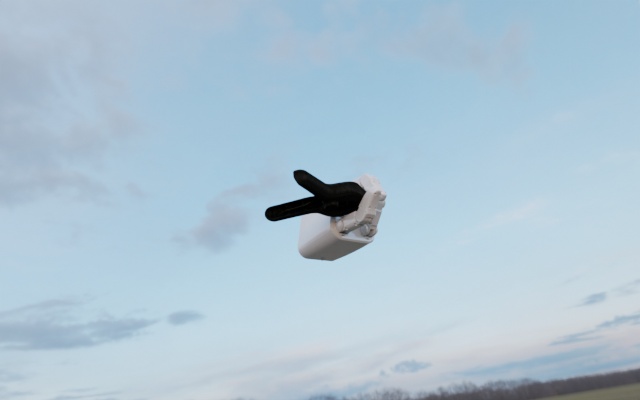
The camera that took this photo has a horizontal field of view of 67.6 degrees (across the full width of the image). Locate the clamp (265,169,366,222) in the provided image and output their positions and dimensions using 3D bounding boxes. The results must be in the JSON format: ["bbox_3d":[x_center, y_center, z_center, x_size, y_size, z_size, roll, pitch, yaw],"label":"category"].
[{"bbox_3d":[0.000,0.002,0.743,0.171,0.039,0.120,11,-32,-37],"label":"clamp"}]
